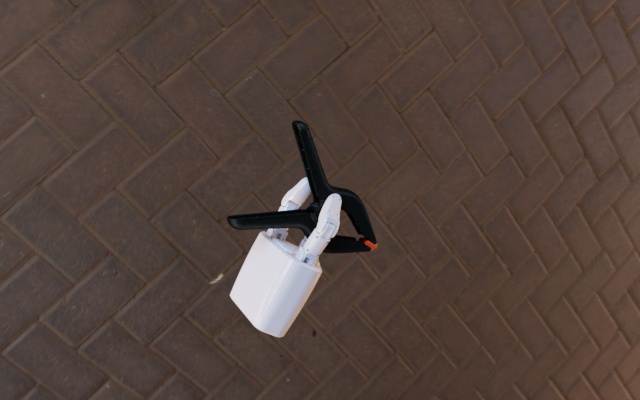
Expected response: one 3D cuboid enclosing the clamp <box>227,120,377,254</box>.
[{"bbox_3d":[0.001,0.003,0.655,0.210,0.164,0.036,28,2,-23],"label":"clamp"}]
